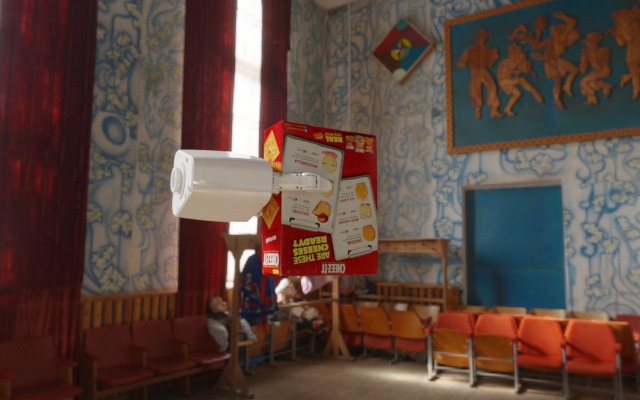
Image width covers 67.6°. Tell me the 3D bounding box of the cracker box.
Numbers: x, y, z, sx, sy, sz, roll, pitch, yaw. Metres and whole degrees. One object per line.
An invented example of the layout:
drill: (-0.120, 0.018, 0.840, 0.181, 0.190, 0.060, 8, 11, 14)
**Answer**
cracker box: (0.000, 0.002, 0.708, 0.164, 0.213, 0.072, 4, -7, -29)
